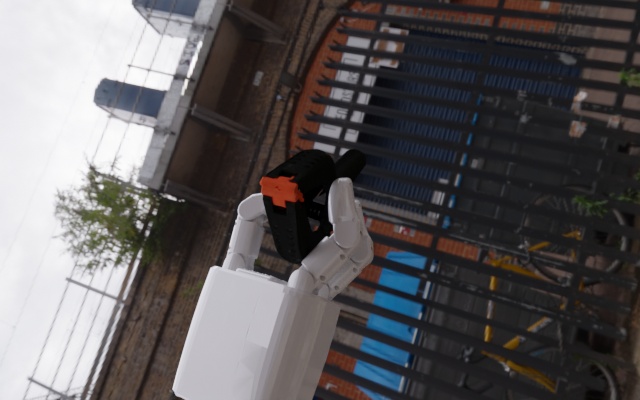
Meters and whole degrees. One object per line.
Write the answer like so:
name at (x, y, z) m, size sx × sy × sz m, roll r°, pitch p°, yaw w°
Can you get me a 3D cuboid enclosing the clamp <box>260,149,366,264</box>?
clamp at (-0.001, 0.001, 0.425) m, size 0.036 × 0.164 × 0.210 m, roll 11°, pitch -14°, yaw 17°
